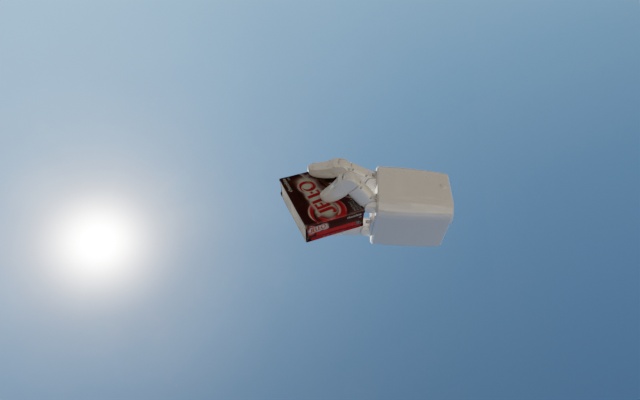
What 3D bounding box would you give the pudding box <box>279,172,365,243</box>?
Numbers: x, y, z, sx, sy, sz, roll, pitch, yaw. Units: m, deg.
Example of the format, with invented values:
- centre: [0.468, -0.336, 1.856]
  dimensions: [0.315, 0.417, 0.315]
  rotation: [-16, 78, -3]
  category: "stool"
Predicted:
- centre: [0.000, 0.002, 0.695]
  dimensions: [0.090, 0.039, 0.113]
  rotation: [-15, 42, -18]
  category: "pudding box"
